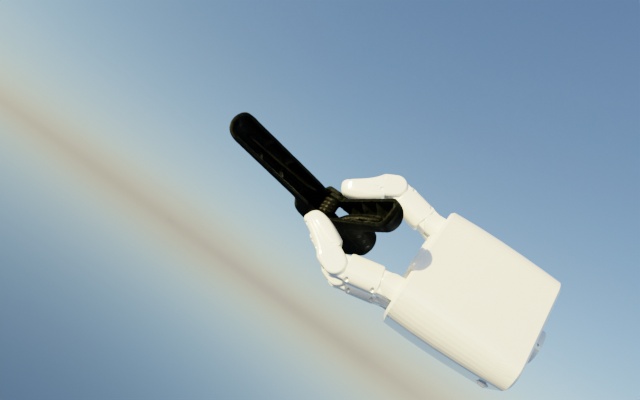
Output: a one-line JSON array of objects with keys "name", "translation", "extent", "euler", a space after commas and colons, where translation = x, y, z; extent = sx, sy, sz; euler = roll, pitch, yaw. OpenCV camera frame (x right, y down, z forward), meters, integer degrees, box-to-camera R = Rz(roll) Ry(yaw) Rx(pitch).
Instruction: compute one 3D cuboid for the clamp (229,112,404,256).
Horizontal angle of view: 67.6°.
[{"name": "clamp", "translation": [0.001, 0.001, 0.452], "extent": [0.164, 0.036, 0.210], "euler": [35, -12, 15]}]
